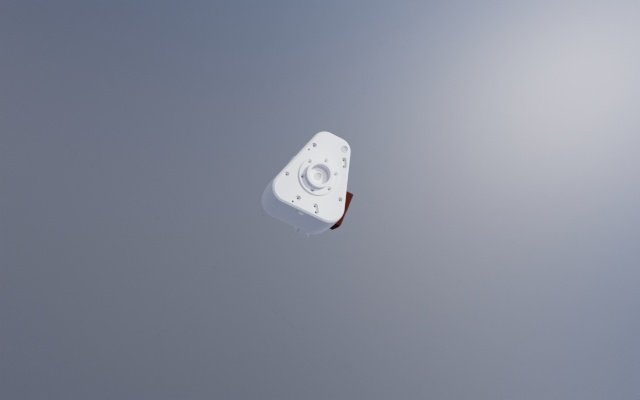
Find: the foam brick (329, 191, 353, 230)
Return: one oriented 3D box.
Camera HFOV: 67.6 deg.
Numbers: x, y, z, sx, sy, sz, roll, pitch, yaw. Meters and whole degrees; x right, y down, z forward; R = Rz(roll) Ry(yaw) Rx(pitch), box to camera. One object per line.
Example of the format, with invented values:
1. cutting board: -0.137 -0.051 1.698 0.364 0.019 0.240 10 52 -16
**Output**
1. foam brick: 0.000 0.002 0.701 0.078 0.053 0.051 25 -14 -7
